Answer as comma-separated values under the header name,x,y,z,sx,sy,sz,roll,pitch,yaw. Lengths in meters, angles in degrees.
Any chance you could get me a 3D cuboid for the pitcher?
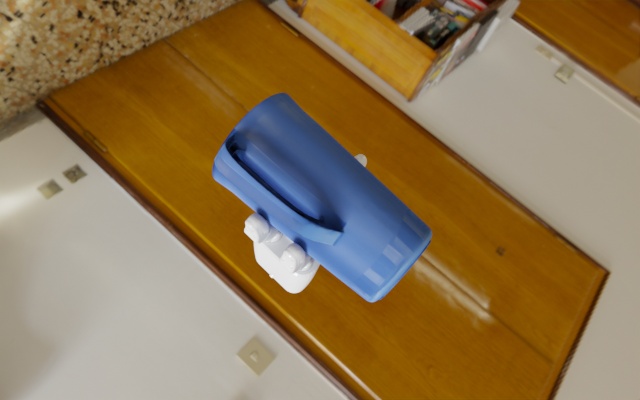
name,x,y,z,sx,sy,sz,roll,pitch,yaw
pitcher,0.000,0.002,0.543,0.149,0.243,0.145,-45,-10,-25
